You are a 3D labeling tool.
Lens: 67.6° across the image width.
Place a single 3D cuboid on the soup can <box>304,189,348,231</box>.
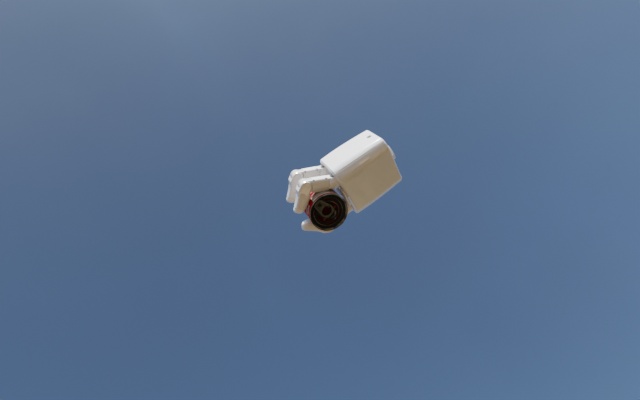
[{"bbox_3d":[0.000,0.003,0.855,0.068,0.068,0.102,0,21,-18],"label":"soup can"}]
